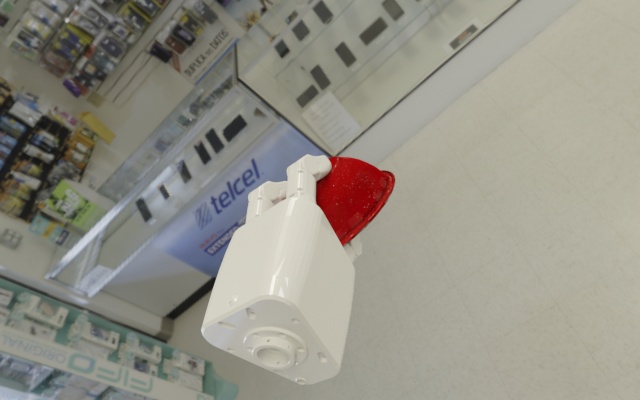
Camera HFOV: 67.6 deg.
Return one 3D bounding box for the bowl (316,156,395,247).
[{"bbox_3d":[0.000,0.001,0.521,0.162,0.055,0.162,-37,15,12],"label":"bowl"}]
